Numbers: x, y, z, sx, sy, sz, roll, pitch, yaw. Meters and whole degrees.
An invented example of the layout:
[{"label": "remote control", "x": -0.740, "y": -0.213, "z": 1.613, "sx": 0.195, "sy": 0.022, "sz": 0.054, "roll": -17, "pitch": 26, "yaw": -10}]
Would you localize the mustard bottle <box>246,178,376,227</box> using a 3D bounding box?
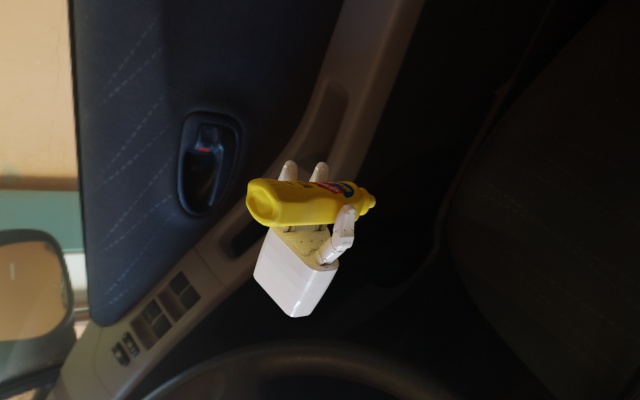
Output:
[{"label": "mustard bottle", "x": 0.000, "y": 0.002, "z": 0.671, "sx": 0.191, "sy": 0.058, "sz": 0.096, "roll": 0, "pitch": 15, "yaw": -35}]
